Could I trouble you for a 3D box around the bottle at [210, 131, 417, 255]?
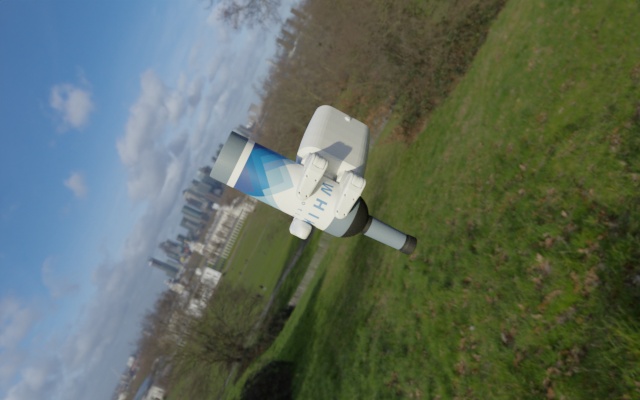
[{"bbox_3d":[0.000,0.002,0.649,0.296,0.069,0.069,26,-5,-11],"label":"bottle"}]
